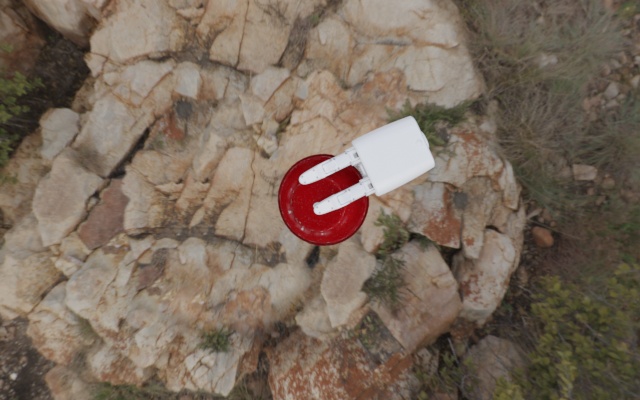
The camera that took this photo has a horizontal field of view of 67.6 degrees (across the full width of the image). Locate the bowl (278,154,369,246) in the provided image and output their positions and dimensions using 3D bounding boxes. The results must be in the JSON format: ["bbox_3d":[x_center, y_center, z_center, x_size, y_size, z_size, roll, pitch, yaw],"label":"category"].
[{"bbox_3d":[-0.001,0.004,0.807,0.162,0.162,0.055,0,7,9],"label":"bowl"}]
